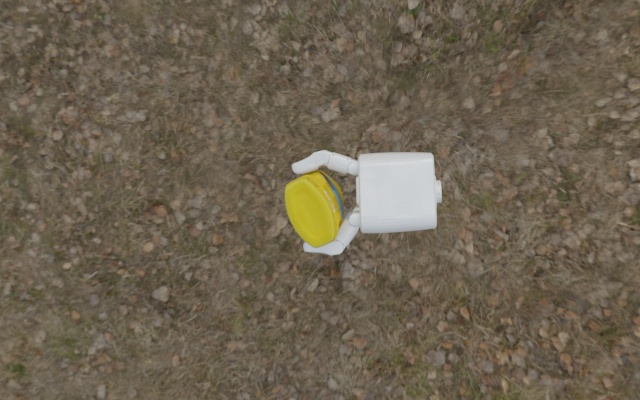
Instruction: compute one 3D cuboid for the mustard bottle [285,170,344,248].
[{"bbox_3d":[0.000,0.002,0.715,0.058,0.096,0.191,-26,4,12],"label":"mustard bottle"}]
